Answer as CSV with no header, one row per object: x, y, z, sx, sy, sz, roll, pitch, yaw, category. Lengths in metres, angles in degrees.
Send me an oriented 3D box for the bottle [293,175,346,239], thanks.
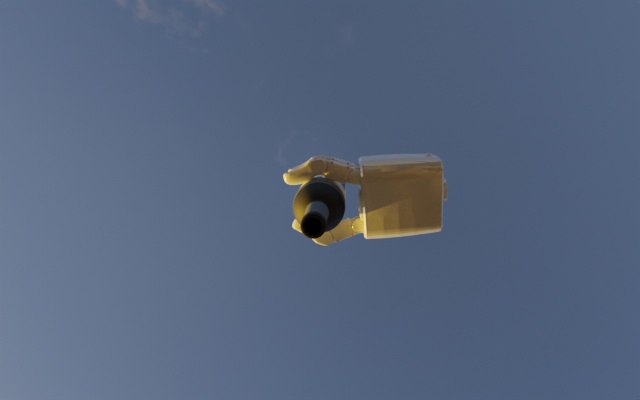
0.000,0.002,0.640,0.069,0.069,0.295,0,10,3,bottle
